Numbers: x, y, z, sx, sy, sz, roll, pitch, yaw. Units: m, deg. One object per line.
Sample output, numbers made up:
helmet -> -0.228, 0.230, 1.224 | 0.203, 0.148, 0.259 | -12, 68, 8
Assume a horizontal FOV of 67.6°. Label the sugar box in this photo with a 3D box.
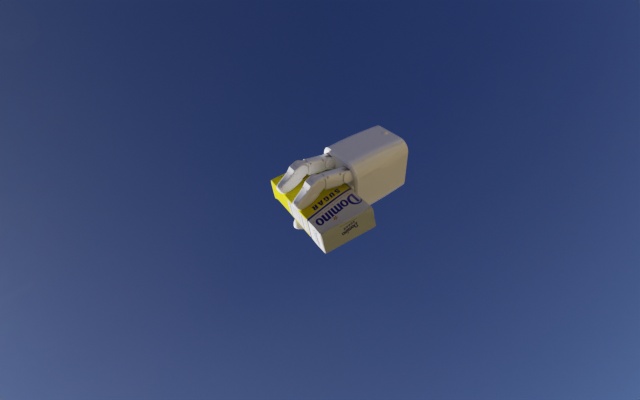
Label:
sugar box -> 0.000, 0.002, 0.758 | 0.093, 0.048, 0.176 | -27, 38, -17
